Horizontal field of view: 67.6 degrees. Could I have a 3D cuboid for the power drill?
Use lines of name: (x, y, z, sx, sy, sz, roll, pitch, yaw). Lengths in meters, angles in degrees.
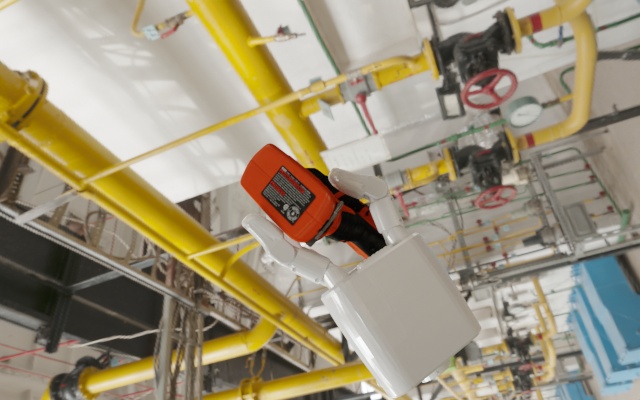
power drill: (0.000, 0.002, 0.519, 0.184, 0.057, 0.188, 40, 9, 31)
